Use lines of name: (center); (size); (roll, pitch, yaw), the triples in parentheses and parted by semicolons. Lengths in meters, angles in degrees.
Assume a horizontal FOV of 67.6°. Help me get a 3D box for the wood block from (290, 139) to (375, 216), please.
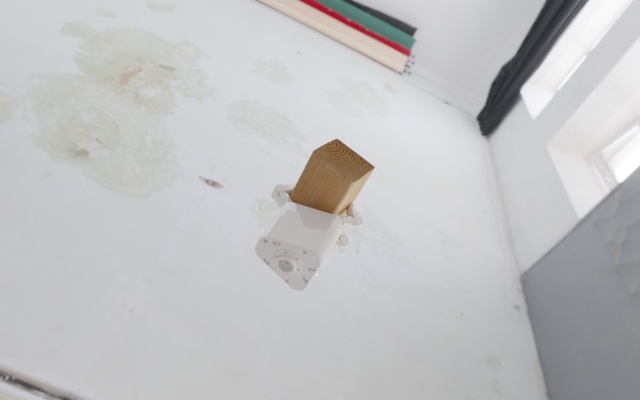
wood block: (0.000, 0.003, 0.867); (0.091, 0.206, 0.090); (39, 36, 12)
